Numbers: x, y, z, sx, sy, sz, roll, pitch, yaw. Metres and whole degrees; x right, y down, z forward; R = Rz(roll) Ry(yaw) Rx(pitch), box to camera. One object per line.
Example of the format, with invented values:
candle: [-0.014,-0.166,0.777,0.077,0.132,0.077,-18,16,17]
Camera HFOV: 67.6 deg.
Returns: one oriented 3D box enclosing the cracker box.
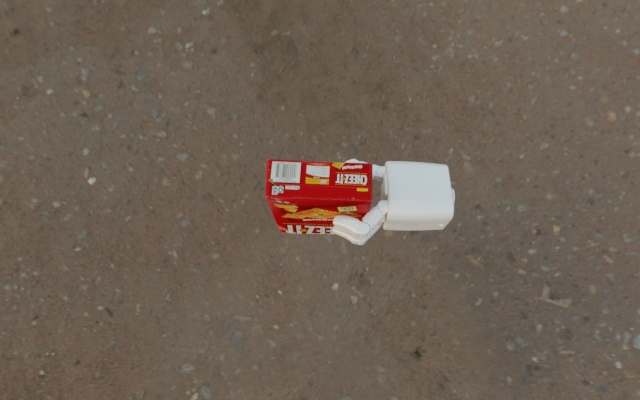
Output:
cracker box: [0.000,0.002,0.818,0.164,0.072,0.214,2,-19,2]
